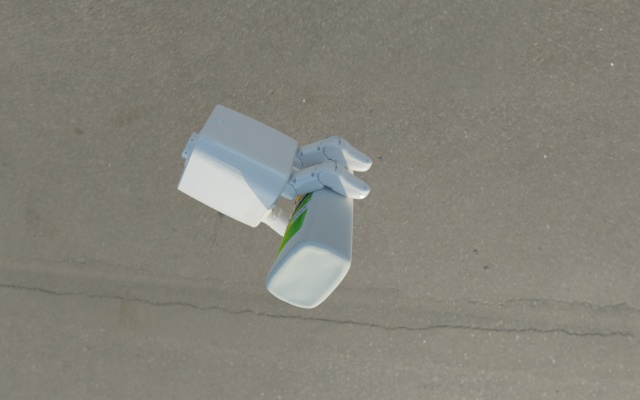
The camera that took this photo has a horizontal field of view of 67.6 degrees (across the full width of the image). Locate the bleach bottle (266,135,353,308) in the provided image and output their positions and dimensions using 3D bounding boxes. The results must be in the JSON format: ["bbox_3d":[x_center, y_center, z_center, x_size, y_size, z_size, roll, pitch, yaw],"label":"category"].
[{"bbox_3d":[0.000,0.002,0.585,0.068,0.103,0.250,27,36,-14],"label":"bleach bottle"}]
